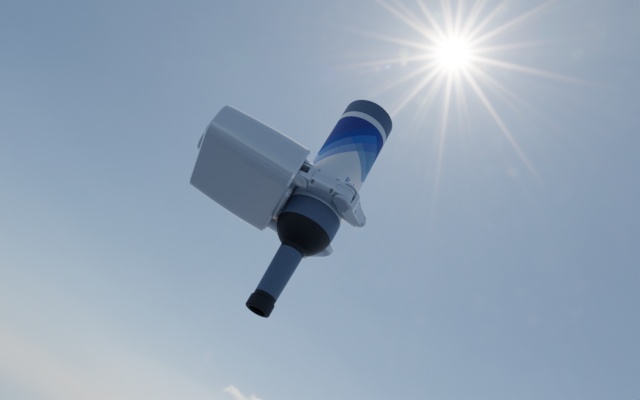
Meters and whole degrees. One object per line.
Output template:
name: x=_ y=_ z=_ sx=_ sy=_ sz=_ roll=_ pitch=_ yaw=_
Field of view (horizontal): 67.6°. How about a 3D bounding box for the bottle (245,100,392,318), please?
bottle: x=0.000 y=0.002 z=0.553 sx=0.069 sy=0.295 sz=0.069 roll=21 pitch=-32 yaw=14
